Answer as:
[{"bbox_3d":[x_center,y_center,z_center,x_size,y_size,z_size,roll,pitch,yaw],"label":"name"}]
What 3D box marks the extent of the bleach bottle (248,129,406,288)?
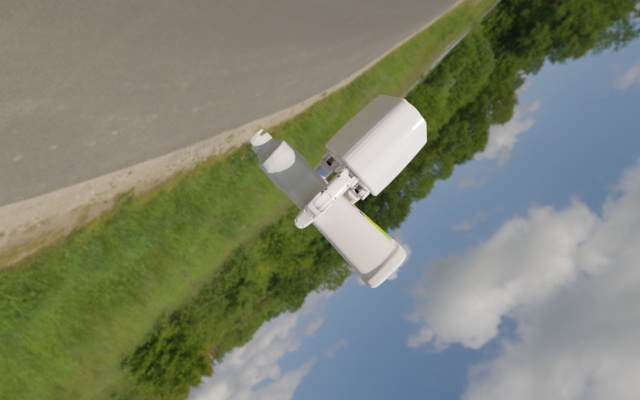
[{"bbox_3d":[0.000,0.002,0.642,0.251,0.068,0.102,45,1,-2],"label":"bleach bottle"}]
